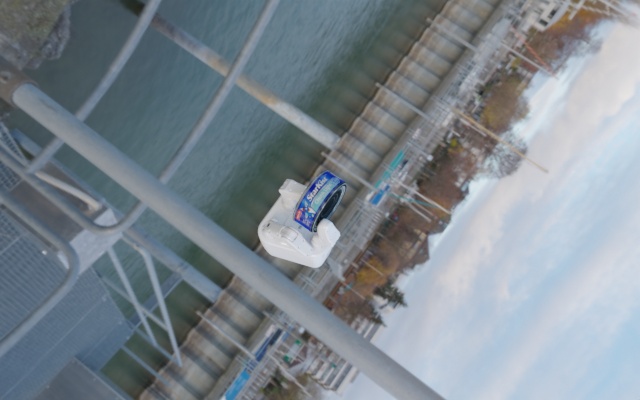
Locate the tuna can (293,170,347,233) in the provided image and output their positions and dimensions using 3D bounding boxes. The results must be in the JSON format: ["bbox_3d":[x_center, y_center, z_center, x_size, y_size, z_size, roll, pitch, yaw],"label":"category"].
[{"bbox_3d":[0.001,0.002,0.663,0.033,0.086,0.086,34,9,13],"label":"tuna can"}]
